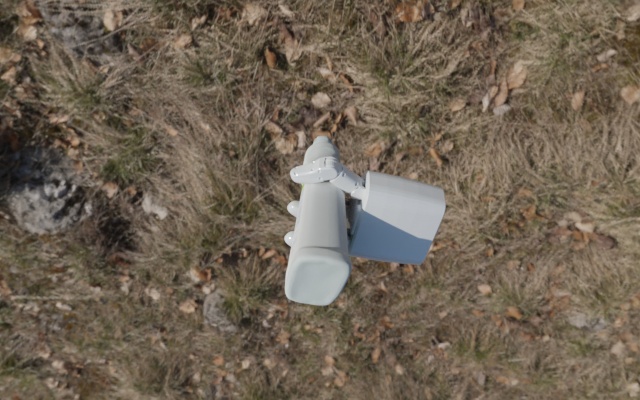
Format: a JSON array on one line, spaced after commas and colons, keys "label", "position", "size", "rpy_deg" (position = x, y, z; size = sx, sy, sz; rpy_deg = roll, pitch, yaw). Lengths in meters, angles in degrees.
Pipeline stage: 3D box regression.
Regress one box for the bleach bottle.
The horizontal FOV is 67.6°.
[{"label": "bleach bottle", "position": [0.000, 0.002, 0.617], "size": [0.068, 0.250, 0.103], "rpy_deg": [11, -43, -8]}]
